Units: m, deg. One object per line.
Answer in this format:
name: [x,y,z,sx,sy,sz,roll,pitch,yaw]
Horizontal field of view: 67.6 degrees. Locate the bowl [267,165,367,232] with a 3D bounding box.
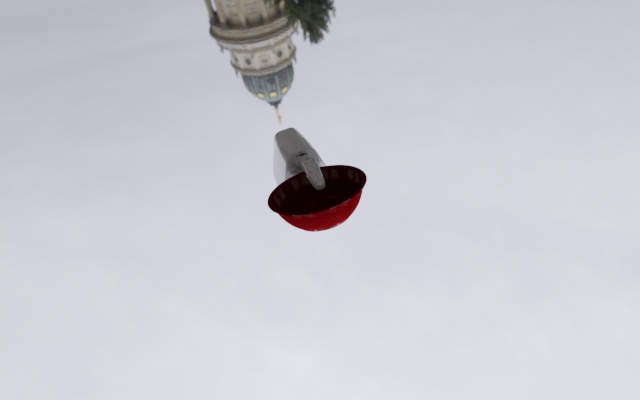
bowl: [0.000,0.003,0.762,0.162,0.055,0.162,-13,26,7]
